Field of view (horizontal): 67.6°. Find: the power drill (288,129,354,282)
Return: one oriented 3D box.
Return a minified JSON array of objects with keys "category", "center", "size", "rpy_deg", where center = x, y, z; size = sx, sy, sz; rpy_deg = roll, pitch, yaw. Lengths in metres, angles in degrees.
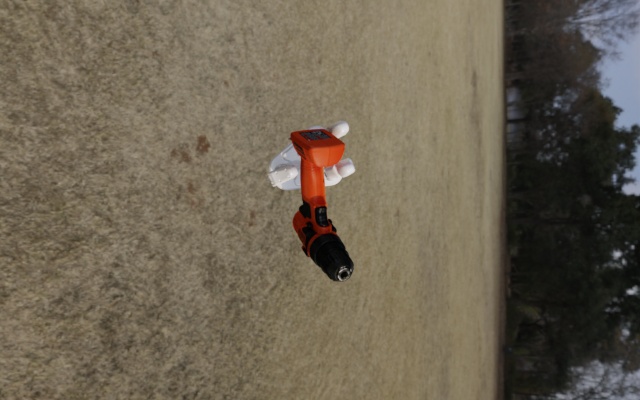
[{"category":"power drill","center":[0.000,0.002,0.682],"size":[0.057,0.188,0.184],"rpy_deg":[-8,25,-19]}]
